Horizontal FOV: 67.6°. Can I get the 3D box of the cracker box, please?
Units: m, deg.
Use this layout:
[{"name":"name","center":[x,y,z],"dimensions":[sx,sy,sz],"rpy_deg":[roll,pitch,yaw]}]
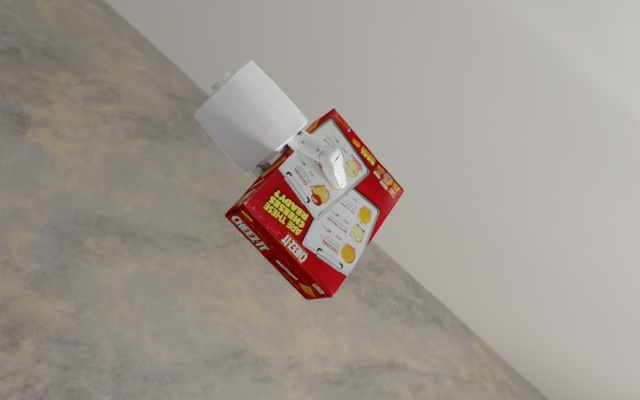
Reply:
[{"name":"cracker box","center":[0.000,0.002,0.655],"dimensions":[0.072,0.164,0.213],"rpy_deg":[-25,22,53]}]
